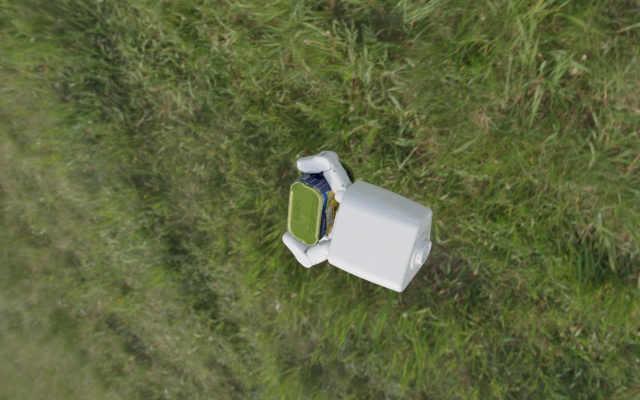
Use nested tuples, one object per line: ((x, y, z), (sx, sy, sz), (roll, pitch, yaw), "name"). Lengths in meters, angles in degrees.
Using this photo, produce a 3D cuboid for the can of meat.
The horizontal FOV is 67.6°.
((0.000, 0.002, 0.669), (0.057, 0.102, 0.084), (24, 38, 24), "can of meat")
